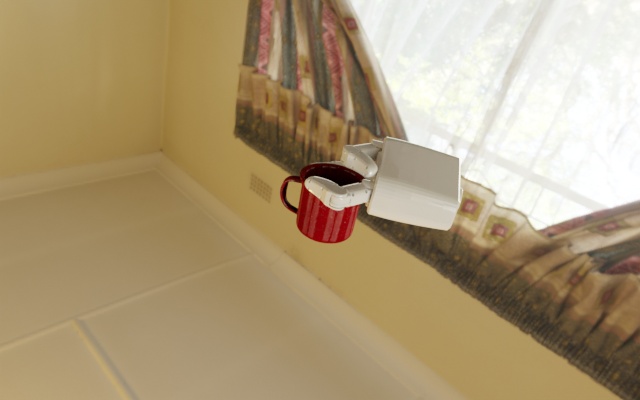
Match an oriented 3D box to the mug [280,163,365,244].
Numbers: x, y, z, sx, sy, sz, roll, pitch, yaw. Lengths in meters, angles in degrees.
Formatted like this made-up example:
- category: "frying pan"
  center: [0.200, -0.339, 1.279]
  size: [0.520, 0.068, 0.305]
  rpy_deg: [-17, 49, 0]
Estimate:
- category: "mug"
  center: [-0.001, 0.002, 0.656]
  size: [0.117, 0.081, 0.093]
  rpy_deg: [14, 29, 5]
